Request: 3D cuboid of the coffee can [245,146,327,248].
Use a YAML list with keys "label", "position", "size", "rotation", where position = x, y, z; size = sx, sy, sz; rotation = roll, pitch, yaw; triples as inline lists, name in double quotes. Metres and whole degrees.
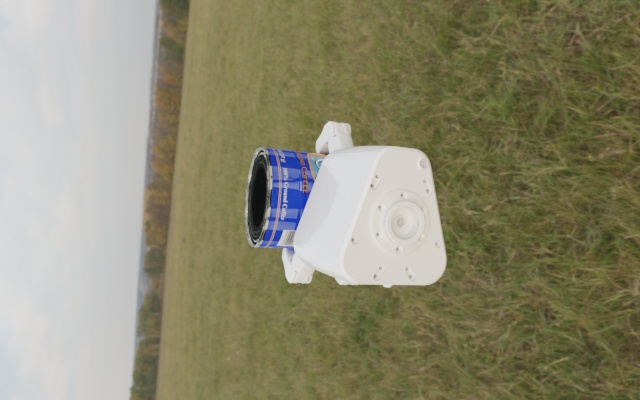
- label: "coffee can"
  position: [0.000, 0.002, 0.503]
  size: [0.140, 0.103, 0.103]
  rotation: [4, -2, -20]
